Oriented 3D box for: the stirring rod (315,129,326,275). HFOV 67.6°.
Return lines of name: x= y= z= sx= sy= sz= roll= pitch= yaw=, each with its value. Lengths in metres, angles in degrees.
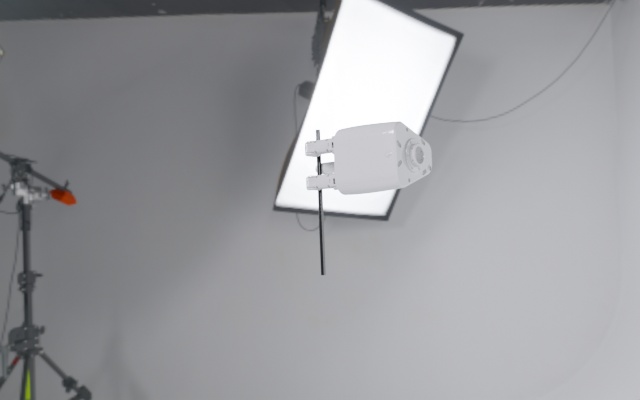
stirring rod: x=0.000 y=0.003 z=0.790 sx=0.011 sy=0.239 sz=0.011 roll=-2 pitch=-2 yaw=0
